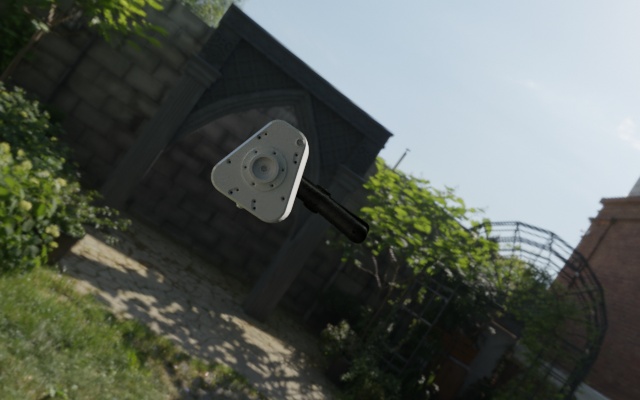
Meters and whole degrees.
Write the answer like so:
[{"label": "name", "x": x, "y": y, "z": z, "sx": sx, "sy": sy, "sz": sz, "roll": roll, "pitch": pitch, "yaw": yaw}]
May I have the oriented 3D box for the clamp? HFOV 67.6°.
[{"label": "clamp", "x": 0.000, "y": 0.002, "z": 0.646, "sx": 0.171, "sy": 0.039, "sz": 0.120, "roll": 34, "pitch": -1, "yaw": -3}]
